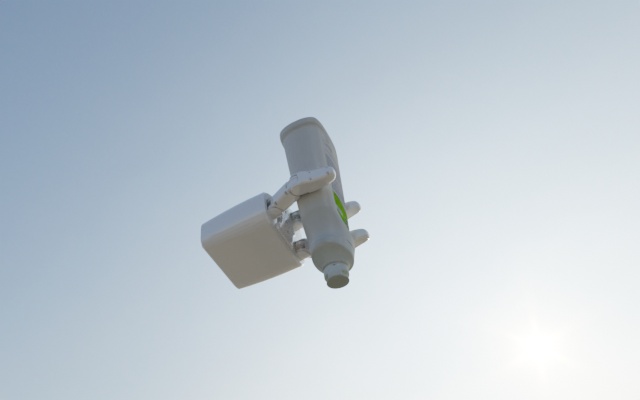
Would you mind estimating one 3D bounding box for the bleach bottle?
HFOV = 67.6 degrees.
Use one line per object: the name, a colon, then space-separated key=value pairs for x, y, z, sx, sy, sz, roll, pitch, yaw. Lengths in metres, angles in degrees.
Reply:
bleach bottle: x=0.000 y=0.002 z=0.646 sx=0.068 sy=0.250 sz=0.103 roll=-24 pitch=-44 yaw=14
